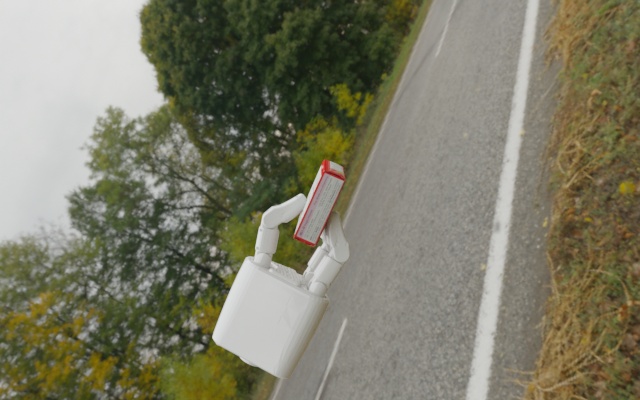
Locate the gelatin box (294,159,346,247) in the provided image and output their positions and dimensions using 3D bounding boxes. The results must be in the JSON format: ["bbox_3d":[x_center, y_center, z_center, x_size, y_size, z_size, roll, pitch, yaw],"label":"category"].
[{"bbox_3d":[0.000,0.001,0.564,0.030,0.089,0.073,22,14,-4],"label":"gelatin box"}]
